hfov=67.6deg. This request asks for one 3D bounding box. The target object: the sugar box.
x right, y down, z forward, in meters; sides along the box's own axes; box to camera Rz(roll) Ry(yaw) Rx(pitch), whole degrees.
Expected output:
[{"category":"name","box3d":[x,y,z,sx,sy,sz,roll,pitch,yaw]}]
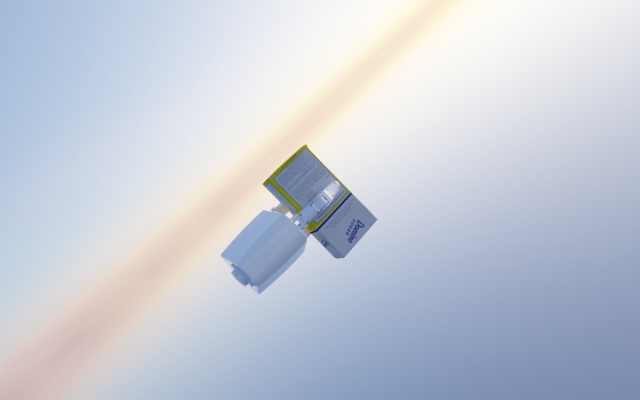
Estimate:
[{"category":"sugar box","box3d":[0.000,0.003,0.783,0.093,0.176,0.048,-46,8,-21]}]
